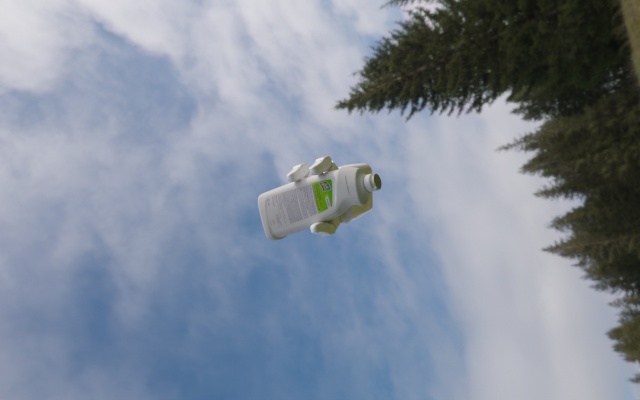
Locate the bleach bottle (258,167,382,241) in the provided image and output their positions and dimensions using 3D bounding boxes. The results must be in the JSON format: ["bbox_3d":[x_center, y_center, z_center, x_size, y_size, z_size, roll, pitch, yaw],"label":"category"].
[{"bbox_3d":[0.000,0.003,0.894,0.251,0.102,0.068,-15,0,33],"label":"bleach bottle"}]
